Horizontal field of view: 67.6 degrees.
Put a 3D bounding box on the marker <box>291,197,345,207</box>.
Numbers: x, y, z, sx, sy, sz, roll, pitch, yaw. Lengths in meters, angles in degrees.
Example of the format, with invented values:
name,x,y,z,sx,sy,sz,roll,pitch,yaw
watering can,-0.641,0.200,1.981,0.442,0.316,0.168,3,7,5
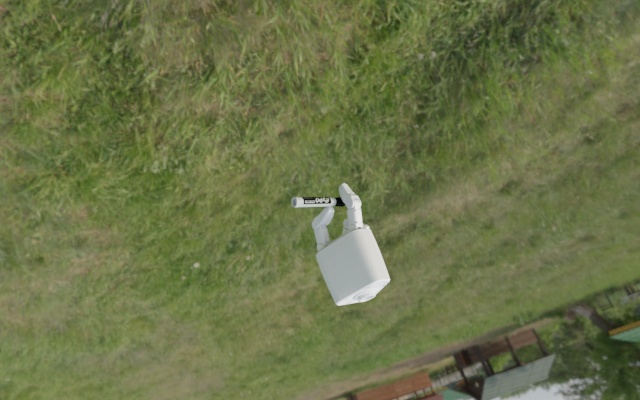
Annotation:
name,x,y,z,sx,sy,sz,roll,pitch,yaw
marker,0.000,0.003,0.889,0.121,0.020,0.020,0,0,-38
